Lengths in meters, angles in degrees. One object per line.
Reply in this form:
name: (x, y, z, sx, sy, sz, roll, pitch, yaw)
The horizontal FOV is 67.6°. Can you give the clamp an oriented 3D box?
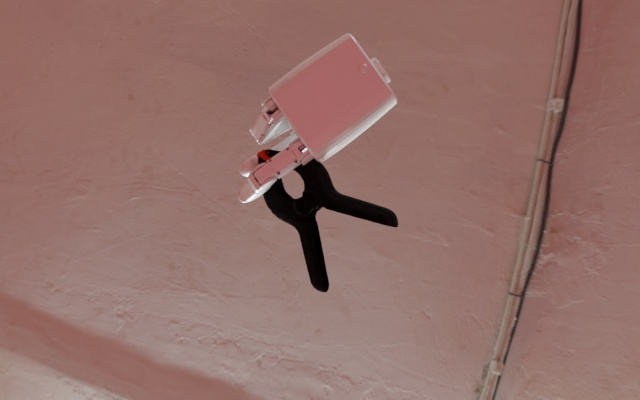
clamp: (0.000, 0.002, 0.529, 0.120, 0.171, 0.039, -35, -6, 8)
